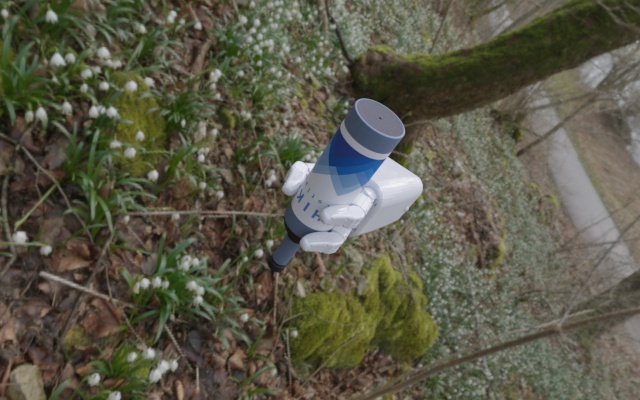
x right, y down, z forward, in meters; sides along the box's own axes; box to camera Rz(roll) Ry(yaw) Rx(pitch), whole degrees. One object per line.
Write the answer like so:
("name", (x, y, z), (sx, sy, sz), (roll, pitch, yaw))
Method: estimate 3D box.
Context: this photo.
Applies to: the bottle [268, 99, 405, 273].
("bottle", (0.000, 0.002, 0.626), (0.069, 0.069, 0.296), (0, -40, -37))
